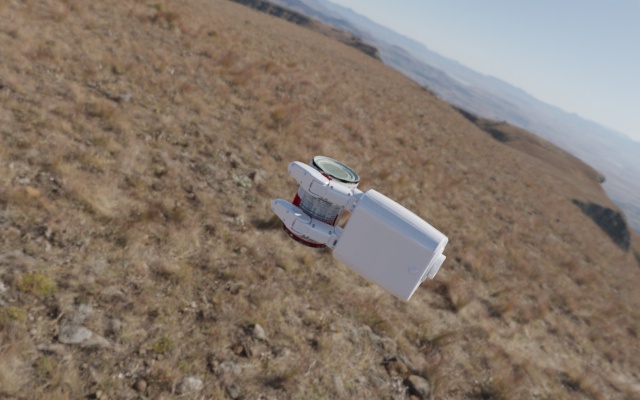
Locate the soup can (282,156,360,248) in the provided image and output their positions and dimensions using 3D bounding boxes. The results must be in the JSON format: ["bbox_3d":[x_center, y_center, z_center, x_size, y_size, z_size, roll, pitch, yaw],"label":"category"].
[{"bbox_3d":[0.000,0.002,0.622,0.068,0.102,0.068,22,22,-9],"label":"soup can"}]
